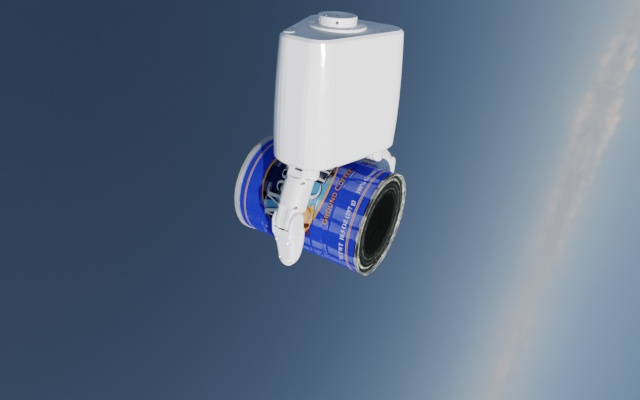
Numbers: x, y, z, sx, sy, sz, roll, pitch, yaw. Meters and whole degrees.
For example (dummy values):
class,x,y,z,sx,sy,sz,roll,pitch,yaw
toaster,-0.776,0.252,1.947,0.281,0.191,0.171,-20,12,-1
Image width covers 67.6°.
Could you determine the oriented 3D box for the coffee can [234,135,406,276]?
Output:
class,x,y,z,sx,sy,sz,roll,pitch,yaw
coffee can,0.000,0.002,0.480,0.140,0.103,0.103,20,9,26
